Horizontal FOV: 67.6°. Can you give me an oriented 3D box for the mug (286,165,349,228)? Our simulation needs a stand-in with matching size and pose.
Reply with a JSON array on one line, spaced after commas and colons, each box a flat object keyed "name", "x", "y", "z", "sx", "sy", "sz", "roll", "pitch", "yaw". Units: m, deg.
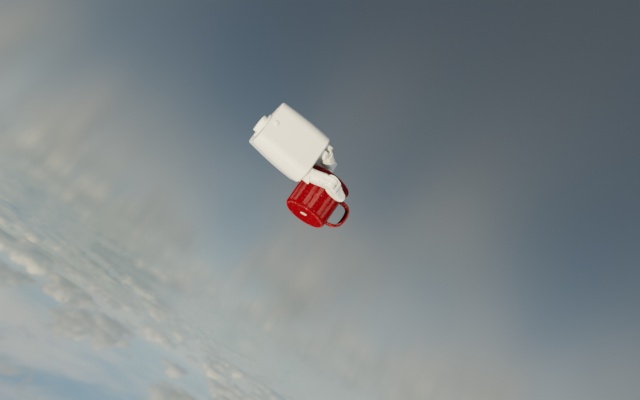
[{"name": "mug", "x": 0.001, "y": 0.004, "z": 0.874, "sx": 0.117, "sy": 0.081, "sz": 0.093, "roll": 40, "pitch": -20, "yaw": -13}]
